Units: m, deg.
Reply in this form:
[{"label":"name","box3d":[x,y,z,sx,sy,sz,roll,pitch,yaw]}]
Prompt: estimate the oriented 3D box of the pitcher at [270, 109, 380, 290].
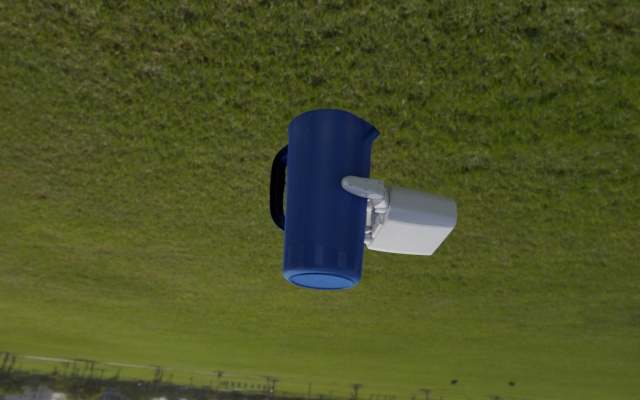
[{"label":"pitcher","box3d":[0.000,0.002,0.701,0.145,0.242,0.149,9,-23,-11]}]
